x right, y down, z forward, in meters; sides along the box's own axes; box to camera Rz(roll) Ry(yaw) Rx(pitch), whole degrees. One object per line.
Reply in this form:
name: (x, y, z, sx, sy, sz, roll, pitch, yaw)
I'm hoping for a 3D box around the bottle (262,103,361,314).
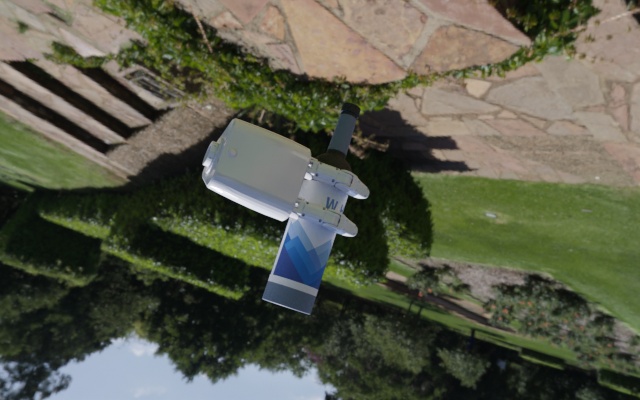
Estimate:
bottle: (0.000, 0.002, 0.654, 0.069, 0.295, 0.069, 17, -13, 4)
